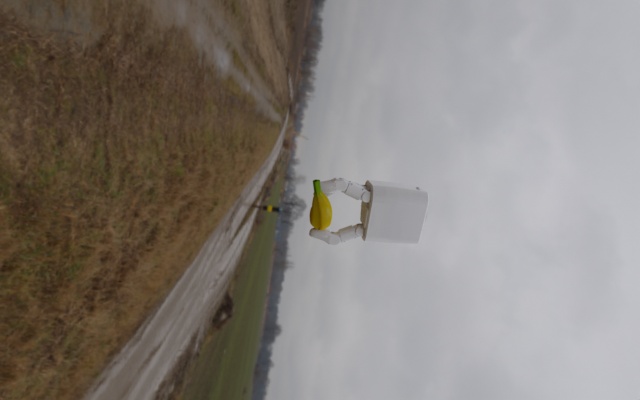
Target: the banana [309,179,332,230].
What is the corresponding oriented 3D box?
[{"bbox_3d":[0.000,0.020,0.857,0.037,0.069,0.198,1,-13,-3],"label":"banana"}]
